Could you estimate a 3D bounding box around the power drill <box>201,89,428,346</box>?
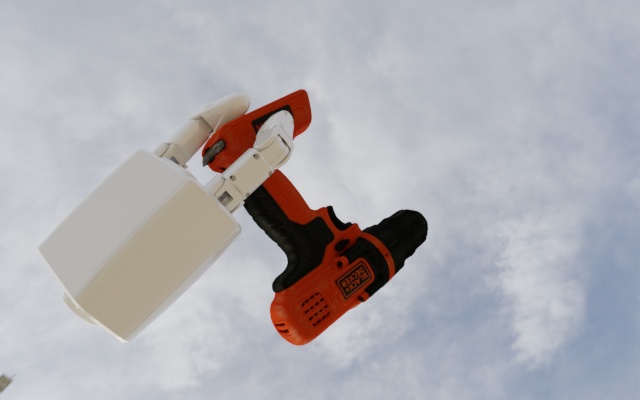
[{"bbox_3d":[0.000,0.001,0.418,0.184,0.187,0.057,-33,2,-36],"label":"power drill"}]
